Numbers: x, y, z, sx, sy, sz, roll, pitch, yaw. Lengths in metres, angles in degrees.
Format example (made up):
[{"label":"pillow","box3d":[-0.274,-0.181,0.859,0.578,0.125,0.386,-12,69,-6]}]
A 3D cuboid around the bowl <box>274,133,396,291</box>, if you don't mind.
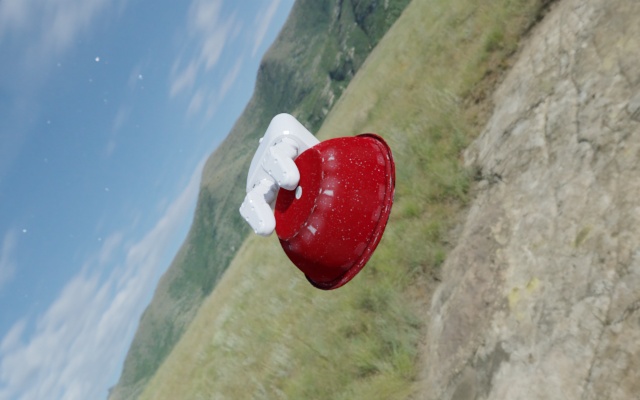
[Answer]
[{"label":"bowl","box3d":[0.000,0.002,0.459,0.055,0.162,0.162,20,-10,-27]}]
